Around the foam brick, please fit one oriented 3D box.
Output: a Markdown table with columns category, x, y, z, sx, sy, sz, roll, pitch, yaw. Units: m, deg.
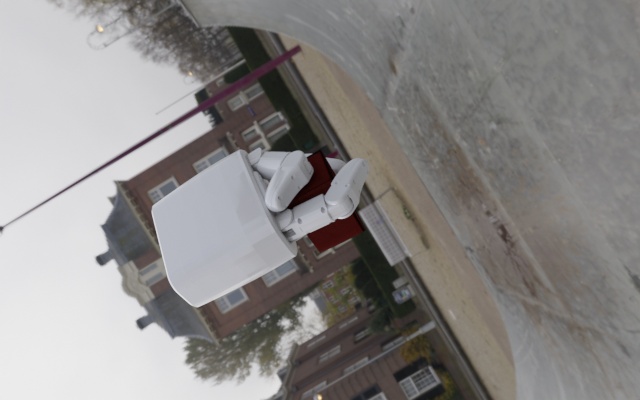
| category | x | y | z | sx | sy | sz | roll | pitch | yaw |
| --- | --- | --- | --- | --- | --- | --- | --- | --- | --- |
| foam brick | 0.000 | 0.002 | 0.465 | 0.051 | 0.078 | 0.053 | -29 | 38 | 5 |
